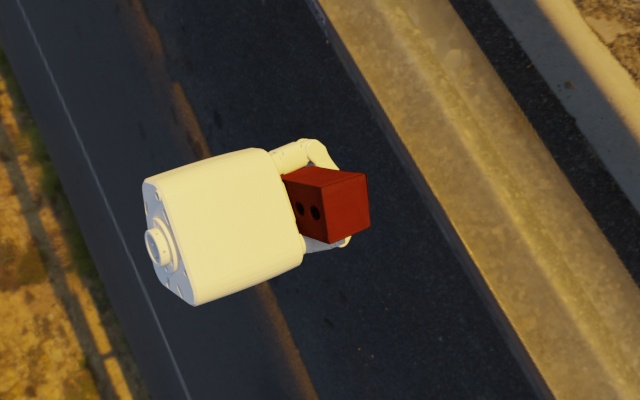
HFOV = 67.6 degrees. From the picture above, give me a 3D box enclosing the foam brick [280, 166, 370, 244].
[{"bbox_3d":[0.000,0.001,0.438,0.051,0.053,0.078,-19,20,-36],"label":"foam brick"}]
